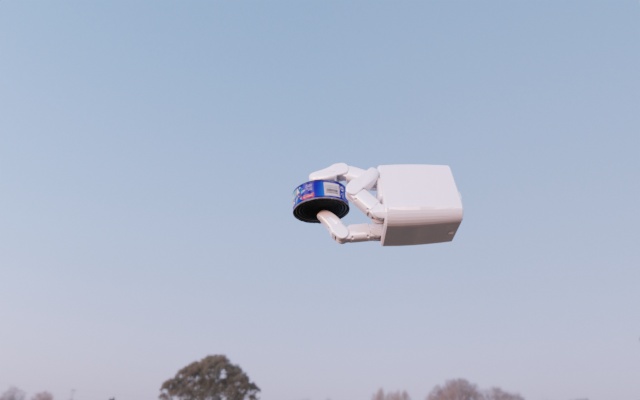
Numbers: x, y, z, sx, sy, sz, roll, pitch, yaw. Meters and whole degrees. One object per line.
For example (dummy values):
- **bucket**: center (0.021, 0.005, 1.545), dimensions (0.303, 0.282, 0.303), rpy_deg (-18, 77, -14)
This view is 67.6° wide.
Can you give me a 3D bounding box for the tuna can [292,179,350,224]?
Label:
- **tuna can**: center (0.000, 0.002, 0.723), dimensions (0.086, 0.033, 0.086), rpy_deg (-4, -27, -2)
